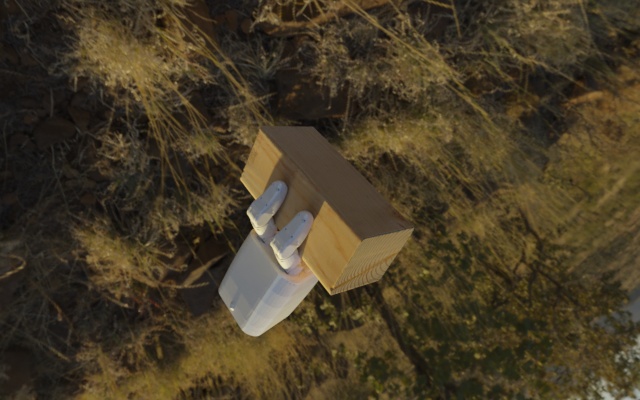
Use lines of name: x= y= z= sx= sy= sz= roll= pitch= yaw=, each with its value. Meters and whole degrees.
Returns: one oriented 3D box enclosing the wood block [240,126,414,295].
wood block: x=0.000 y=0.002 z=0.584 sx=0.091 sy=0.090 sz=0.206 roll=-7 pitch=44 yaw=-43
